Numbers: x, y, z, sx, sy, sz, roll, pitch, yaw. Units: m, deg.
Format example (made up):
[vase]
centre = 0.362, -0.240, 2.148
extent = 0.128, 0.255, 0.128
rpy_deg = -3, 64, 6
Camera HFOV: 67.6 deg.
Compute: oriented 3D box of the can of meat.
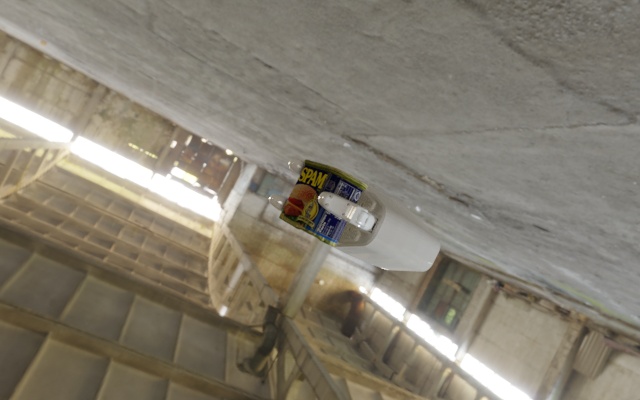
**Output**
[can of meat]
centre = 0.000, 0.002, 0.594
extent = 0.057, 0.084, 0.102
rpy_deg = 27, -2, -29
